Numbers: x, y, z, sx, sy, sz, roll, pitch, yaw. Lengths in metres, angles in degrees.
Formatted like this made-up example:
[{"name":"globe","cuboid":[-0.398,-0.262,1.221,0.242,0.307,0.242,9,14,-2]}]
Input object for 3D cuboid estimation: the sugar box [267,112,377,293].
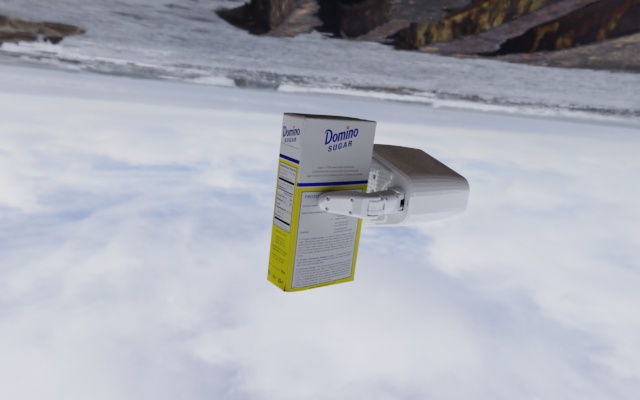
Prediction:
[{"name":"sugar box","cuboid":[0.000,0.002,0.491,0.093,0.176,0.048,-3,15,-38]}]
